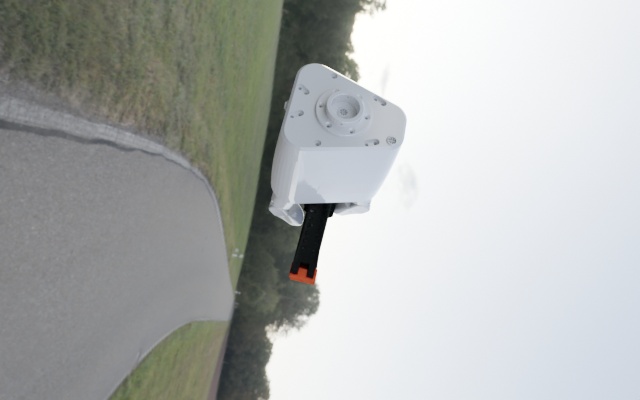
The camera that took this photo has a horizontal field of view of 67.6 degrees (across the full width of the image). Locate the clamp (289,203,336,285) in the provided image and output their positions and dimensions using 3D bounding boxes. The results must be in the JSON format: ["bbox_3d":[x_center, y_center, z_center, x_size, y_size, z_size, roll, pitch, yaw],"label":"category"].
[{"bbox_3d":[0.001,0.002,0.568,0.036,0.210,0.165,13,-24,0],"label":"clamp"}]
